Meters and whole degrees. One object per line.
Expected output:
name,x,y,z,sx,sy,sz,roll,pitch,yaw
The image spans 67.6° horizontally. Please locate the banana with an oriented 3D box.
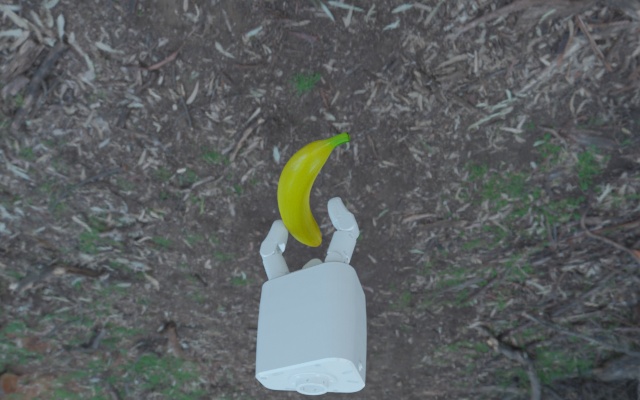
banana,-0.018,-0.003,0.569,0.069,0.037,0.198,7,-40,-7
